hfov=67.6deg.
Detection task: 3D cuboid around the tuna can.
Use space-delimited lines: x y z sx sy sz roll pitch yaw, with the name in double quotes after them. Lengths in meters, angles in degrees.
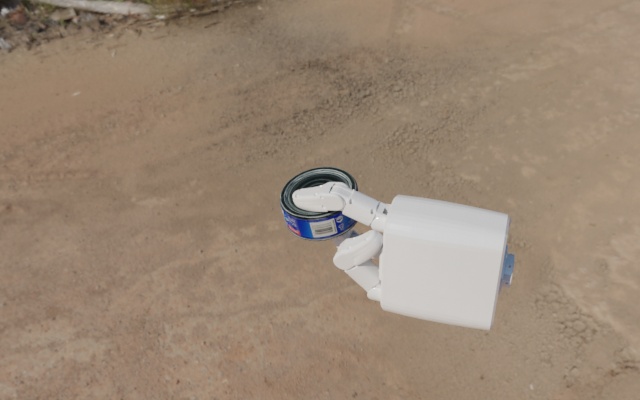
0.000 0.001 0.514 0.086 0.034 0.086 -8 41 7 "tuna can"
